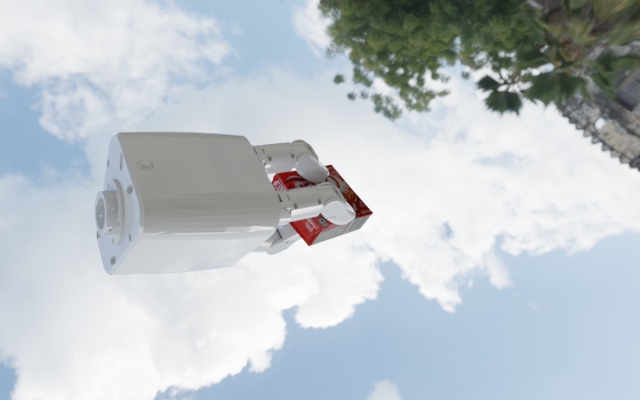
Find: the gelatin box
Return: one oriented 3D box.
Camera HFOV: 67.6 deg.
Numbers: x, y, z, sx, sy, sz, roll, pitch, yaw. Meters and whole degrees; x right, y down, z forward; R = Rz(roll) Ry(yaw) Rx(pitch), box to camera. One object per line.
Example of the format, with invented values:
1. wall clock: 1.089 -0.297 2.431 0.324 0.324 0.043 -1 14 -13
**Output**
1. gelatin box: 0.000 0.002 0.474 0.089 0.073 0.030 -13 -33 -50
